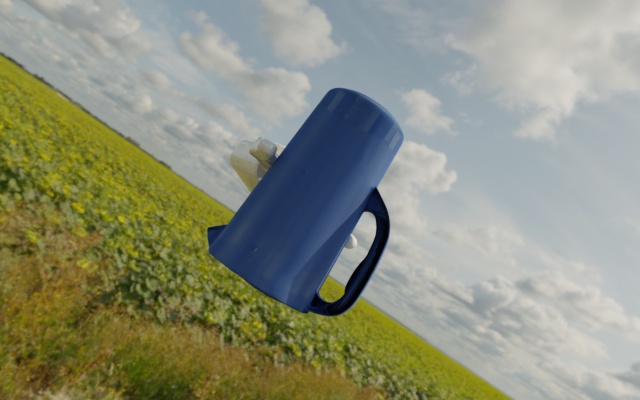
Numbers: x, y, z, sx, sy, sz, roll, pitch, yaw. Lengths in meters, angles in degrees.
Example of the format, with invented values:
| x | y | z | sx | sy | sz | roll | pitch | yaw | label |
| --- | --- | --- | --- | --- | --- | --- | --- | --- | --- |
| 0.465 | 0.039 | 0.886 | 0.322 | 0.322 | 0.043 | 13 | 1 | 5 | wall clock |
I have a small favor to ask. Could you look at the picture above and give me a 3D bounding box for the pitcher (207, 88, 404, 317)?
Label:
| x | y | z | sx | sy | sz | roll | pitch | yaw | label |
| --- | --- | --- | --- | --- | --- | --- | --- | --- | --- |
| 0.000 | 0.002 | 0.548 | 0.149 | 0.243 | 0.145 | 37 | -8 | -30 | pitcher |
